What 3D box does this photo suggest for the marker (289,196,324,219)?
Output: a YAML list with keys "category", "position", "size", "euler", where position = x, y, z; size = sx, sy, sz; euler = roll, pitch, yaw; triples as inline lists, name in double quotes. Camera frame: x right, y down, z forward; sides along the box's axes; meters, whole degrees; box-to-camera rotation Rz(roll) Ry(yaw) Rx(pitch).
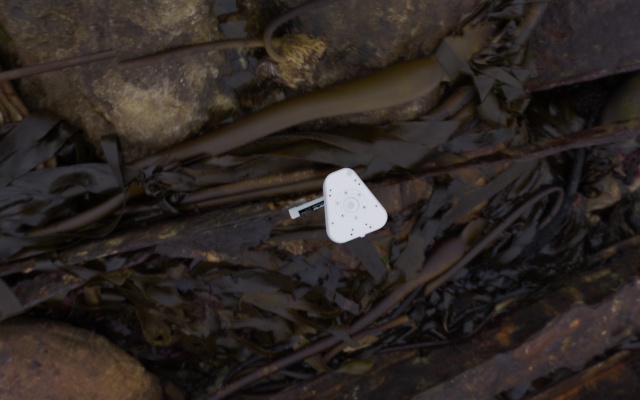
- category: "marker"
  position: [0.000, 0.003, 0.888]
  size: [0.121, 0.020, 0.020]
  euler: [-22, 0, 0]
